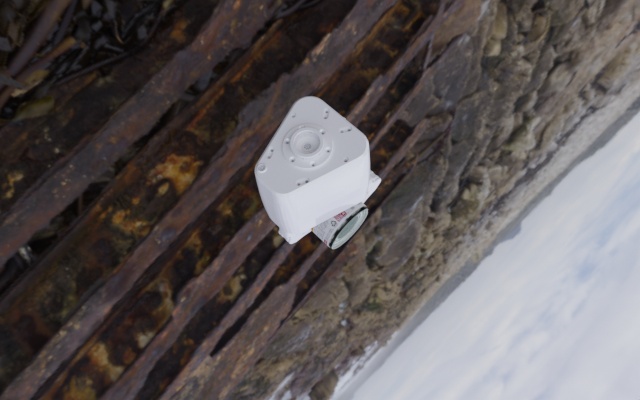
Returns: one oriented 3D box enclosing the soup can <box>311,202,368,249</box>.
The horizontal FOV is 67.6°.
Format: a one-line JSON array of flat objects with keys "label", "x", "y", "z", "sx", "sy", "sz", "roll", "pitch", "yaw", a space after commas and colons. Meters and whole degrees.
[{"label": "soup can", "x": 0.000, "y": 0.002, "z": 0.587, "sx": 0.102, "sy": 0.068, "sz": 0.068, "roll": 42, "pitch": 15, "yaw": 17}]
